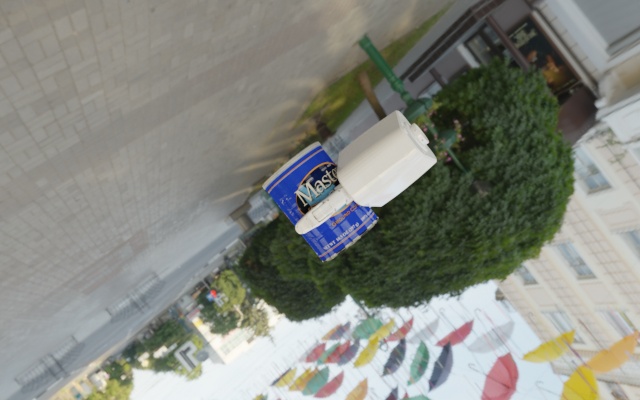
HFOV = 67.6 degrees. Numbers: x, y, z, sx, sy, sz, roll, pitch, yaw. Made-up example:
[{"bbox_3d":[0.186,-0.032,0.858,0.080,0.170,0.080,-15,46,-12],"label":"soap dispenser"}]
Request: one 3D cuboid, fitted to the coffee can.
[{"bbox_3d":[0.000,0.002,0.681,0.103,0.140,0.103,-38,0,0],"label":"coffee can"}]
